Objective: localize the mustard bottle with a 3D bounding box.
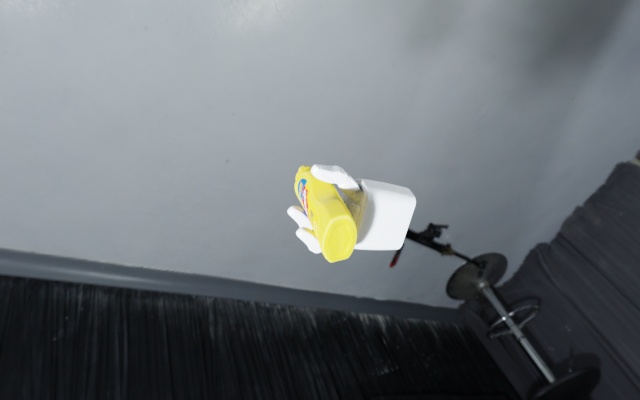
[{"bbox_3d":[0.000,0.003,0.777,0.058,0.096,0.191,-14,42,-12],"label":"mustard bottle"}]
